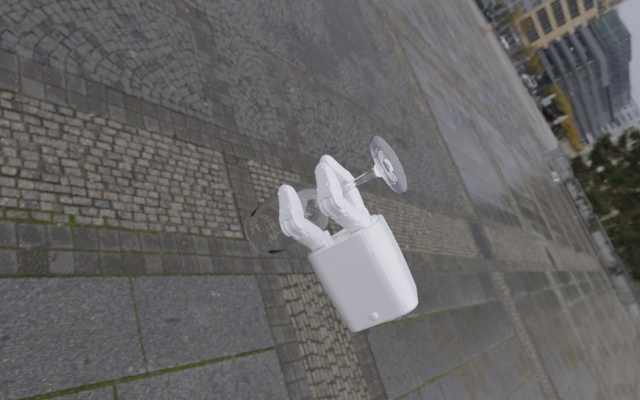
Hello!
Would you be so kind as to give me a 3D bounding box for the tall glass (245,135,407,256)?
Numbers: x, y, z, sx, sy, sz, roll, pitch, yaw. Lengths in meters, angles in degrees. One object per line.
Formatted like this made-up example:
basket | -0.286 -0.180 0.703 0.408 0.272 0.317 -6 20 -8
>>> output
tall glass | 0.001 0.001 0.581 0.201 0.079 0.079 -28 -14 27
